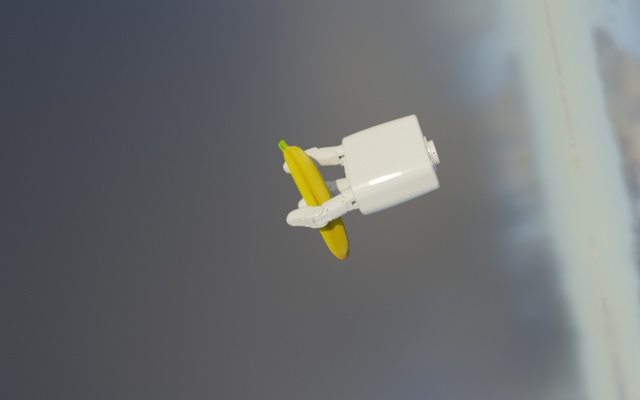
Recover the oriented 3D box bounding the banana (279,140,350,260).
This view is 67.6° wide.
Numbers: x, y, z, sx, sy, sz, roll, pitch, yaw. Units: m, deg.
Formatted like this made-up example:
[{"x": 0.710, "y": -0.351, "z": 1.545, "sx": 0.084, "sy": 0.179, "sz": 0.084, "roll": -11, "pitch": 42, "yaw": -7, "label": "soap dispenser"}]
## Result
[{"x": 0.000, "y": 0.003, "z": 0.667, "sx": 0.037, "sy": 0.198, "sz": 0.069, "roll": -26, "pitch": 11, "yaw": 1, "label": "banana"}]
